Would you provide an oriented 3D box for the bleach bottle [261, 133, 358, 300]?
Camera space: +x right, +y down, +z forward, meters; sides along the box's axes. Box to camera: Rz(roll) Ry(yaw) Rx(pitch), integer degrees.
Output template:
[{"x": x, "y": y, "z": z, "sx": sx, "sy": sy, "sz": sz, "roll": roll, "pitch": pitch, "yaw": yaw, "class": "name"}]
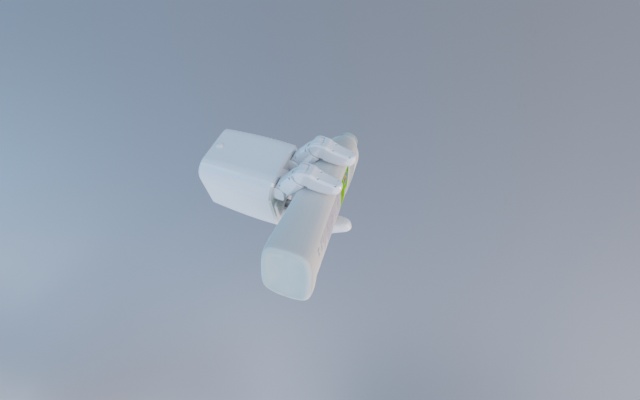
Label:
[{"x": 0.000, "y": 0.002, "z": 0.642, "sx": 0.068, "sy": 0.250, "sz": 0.103, "roll": 17, "pitch": -40, "yaw": 10, "class": "bleach bottle"}]
